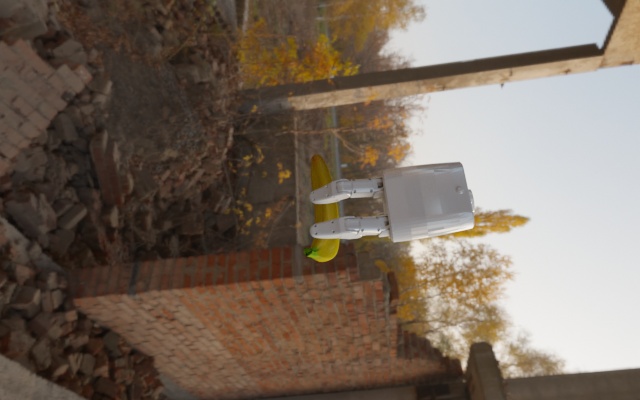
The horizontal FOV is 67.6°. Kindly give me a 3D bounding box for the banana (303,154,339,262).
[{"bbox_3d":[0.005,0.018,0.685,0.037,0.197,0.070,-10,-47,11],"label":"banana"}]
